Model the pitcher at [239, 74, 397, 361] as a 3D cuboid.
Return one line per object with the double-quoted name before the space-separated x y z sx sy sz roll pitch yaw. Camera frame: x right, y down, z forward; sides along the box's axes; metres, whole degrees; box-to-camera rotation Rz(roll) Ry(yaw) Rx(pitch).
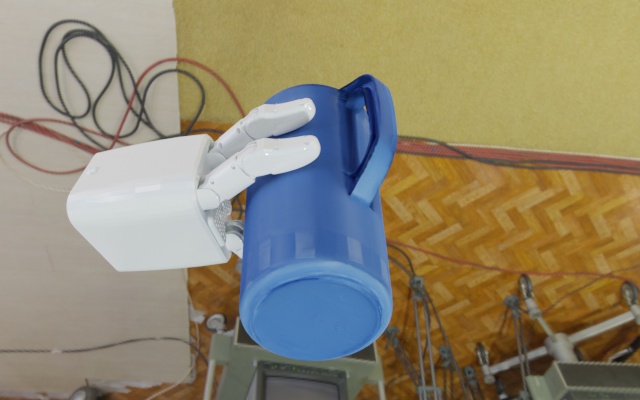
"pitcher" 0.000 0.001 0.415 0.145 0.149 0.242 -7 39 3
